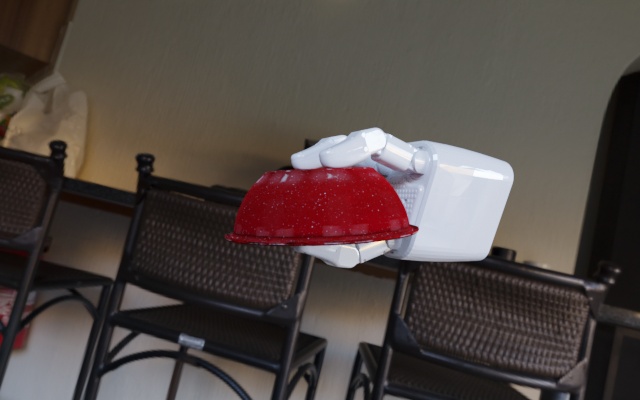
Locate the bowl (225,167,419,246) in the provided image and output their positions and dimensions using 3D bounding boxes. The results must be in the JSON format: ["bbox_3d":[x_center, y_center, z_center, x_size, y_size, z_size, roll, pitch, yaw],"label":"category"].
[{"bbox_3d":[-0.001,0.001,0.402,0.162,0.055,0.162,-3,3,0],"label":"bowl"}]
